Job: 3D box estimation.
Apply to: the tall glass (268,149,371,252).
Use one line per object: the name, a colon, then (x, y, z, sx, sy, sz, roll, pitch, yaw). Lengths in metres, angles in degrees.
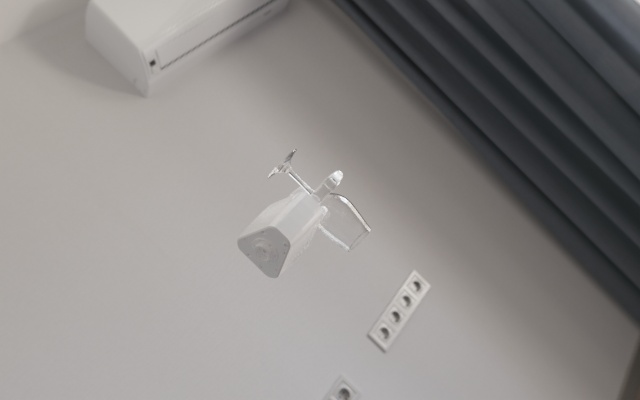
tall glass: (0.000, 0.002, 0.871, 0.201, 0.079, 0.079, 45, 2, -2)
